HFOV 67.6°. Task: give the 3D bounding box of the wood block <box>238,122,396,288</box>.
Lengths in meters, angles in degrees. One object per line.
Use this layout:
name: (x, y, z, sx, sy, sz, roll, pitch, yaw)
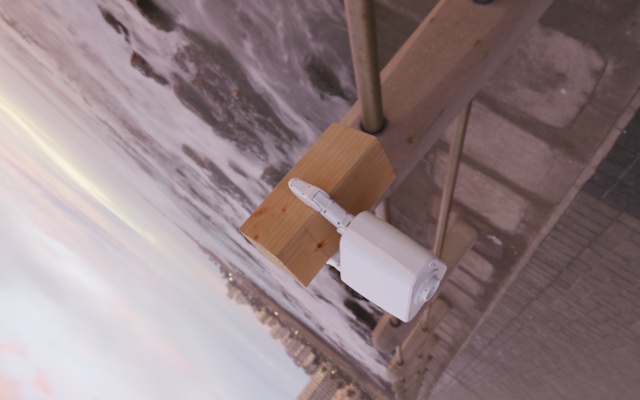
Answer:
wood block: (0.000, 0.002, 0.664, 0.090, 0.206, 0.091, 28, -18, 41)
